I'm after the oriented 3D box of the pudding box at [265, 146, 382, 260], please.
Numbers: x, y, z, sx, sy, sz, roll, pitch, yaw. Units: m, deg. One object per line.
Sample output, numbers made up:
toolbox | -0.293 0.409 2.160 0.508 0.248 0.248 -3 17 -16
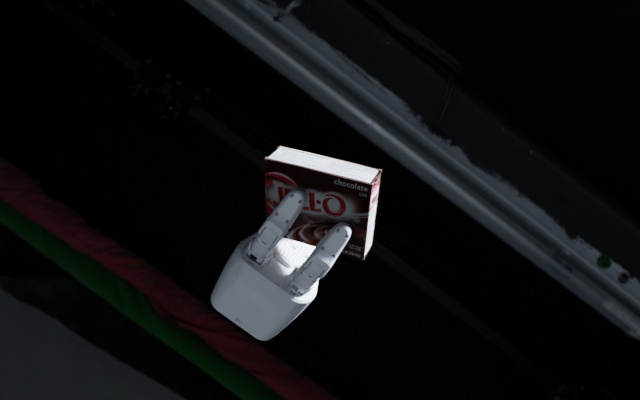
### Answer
pudding box | 0.000 0.002 0.480 0.113 0.090 0.039 13 35 16
